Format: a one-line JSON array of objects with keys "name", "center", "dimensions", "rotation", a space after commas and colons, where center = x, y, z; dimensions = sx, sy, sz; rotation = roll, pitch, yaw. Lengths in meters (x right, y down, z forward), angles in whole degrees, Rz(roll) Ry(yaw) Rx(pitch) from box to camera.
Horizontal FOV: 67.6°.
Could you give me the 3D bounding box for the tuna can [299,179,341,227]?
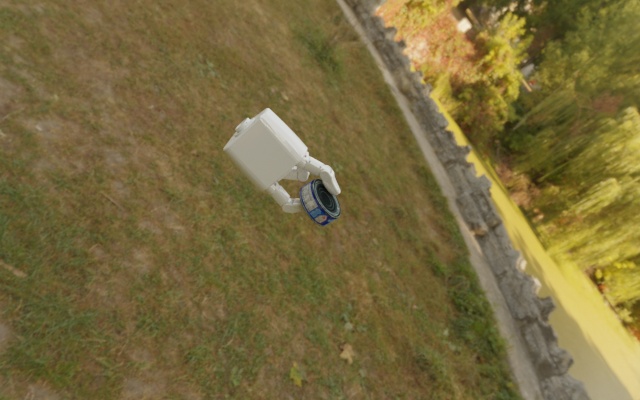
[{"name": "tuna can", "center": [0.001, 0.003, 0.888], "dimensions": [0.034, 0.086, 0.086], "rotation": [-31, -14, 24]}]
